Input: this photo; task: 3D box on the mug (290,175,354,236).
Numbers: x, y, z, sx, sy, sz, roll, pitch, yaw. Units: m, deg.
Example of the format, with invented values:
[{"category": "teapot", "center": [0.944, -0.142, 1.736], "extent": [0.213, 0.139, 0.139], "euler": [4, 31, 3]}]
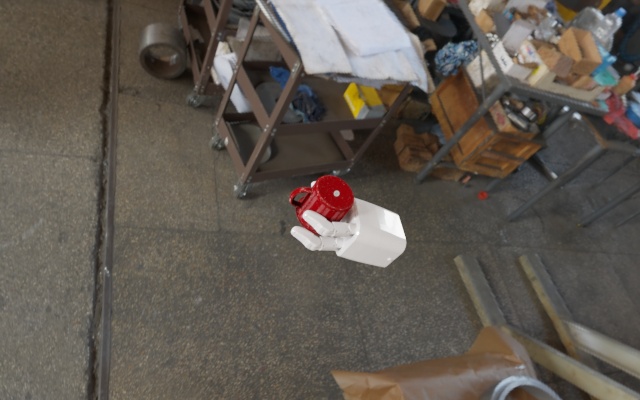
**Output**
[{"category": "mug", "center": [-0.001, 0.002, 0.895], "extent": [0.117, 0.093, 0.081], "euler": [18, -41, -18]}]
